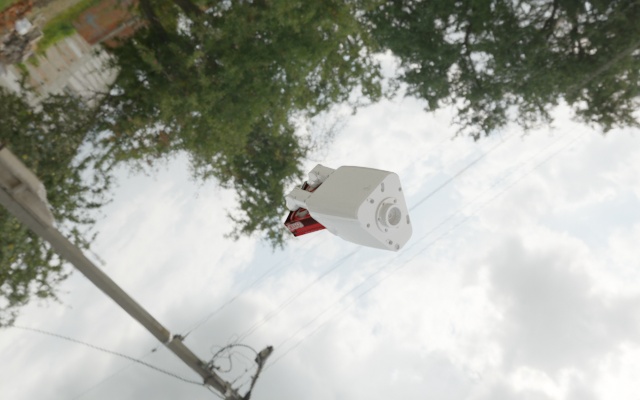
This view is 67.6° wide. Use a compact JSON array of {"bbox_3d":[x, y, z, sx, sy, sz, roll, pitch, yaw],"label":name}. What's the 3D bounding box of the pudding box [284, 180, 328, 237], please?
[{"bbox_3d":[0.000,0.003,0.778,0.090,0.039,0.113,-16,31,33],"label":"pudding box"}]
